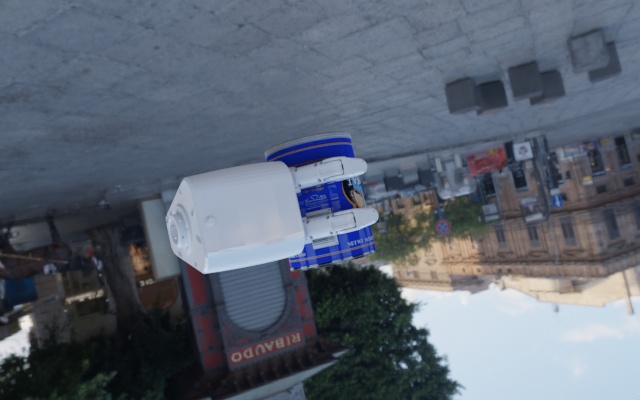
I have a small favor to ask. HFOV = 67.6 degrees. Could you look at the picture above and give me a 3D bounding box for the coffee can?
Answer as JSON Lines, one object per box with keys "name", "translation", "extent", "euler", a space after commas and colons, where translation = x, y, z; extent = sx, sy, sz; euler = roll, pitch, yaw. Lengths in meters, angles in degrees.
{"name": "coffee can", "translation": [0.000, 0.002, 0.554], "extent": [0.103, 0.140, 0.103], "euler": [-13, -3, -1]}
